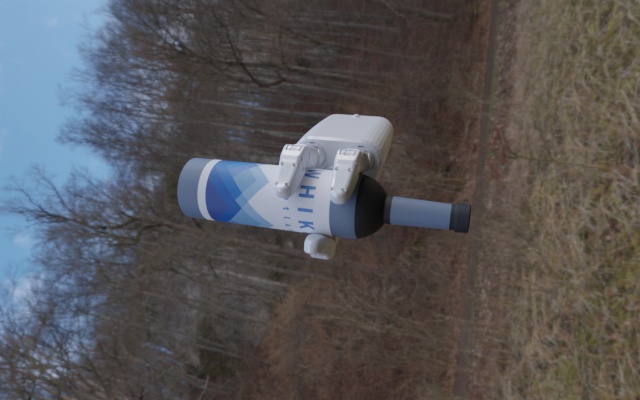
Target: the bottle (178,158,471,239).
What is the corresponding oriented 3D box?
[{"bbox_3d":[0.000,0.002,0.491,0.295,0.069,0.069,6,2,16],"label":"bottle"}]
